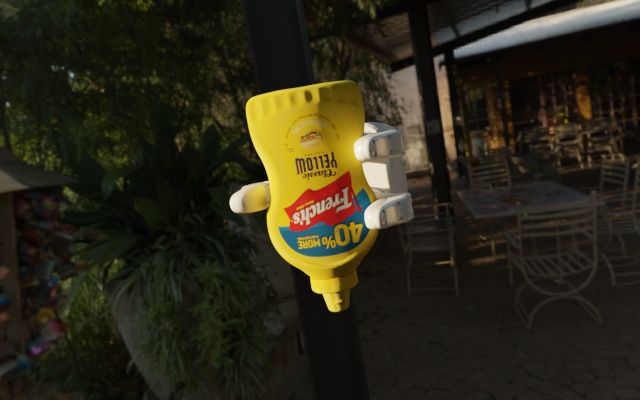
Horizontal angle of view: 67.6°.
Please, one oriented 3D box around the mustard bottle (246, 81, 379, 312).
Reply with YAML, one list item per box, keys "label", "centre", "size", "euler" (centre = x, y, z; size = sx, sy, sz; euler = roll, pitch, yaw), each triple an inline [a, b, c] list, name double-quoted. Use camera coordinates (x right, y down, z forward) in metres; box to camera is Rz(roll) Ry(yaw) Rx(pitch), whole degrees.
- label: "mustard bottle"
  centre: [0.000, 0.001, 0.409]
  size: [0.096, 0.191, 0.058]
  euler: [-10, 7, -4]
